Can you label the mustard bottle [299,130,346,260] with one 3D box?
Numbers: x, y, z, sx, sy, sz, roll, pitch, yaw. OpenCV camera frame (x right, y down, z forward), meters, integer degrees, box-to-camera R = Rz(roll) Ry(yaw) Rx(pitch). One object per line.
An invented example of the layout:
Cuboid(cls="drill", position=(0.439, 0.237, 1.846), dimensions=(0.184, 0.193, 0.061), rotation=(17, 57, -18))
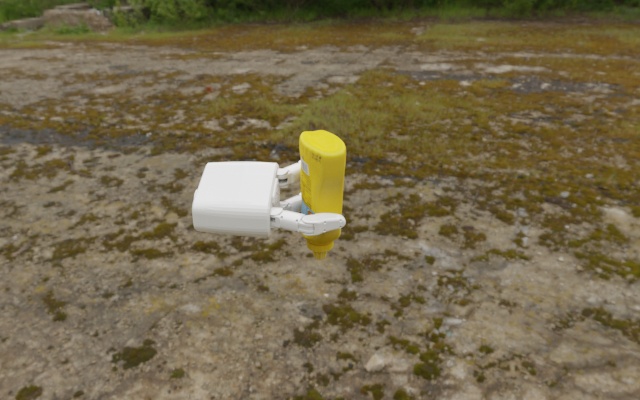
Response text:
Cuboid(cls="mustard bottle", position=(0.000, 0.002, 0.693), dimensions=(0.058, 0.192, 0.096), rotation=(-9, 29, -19))
